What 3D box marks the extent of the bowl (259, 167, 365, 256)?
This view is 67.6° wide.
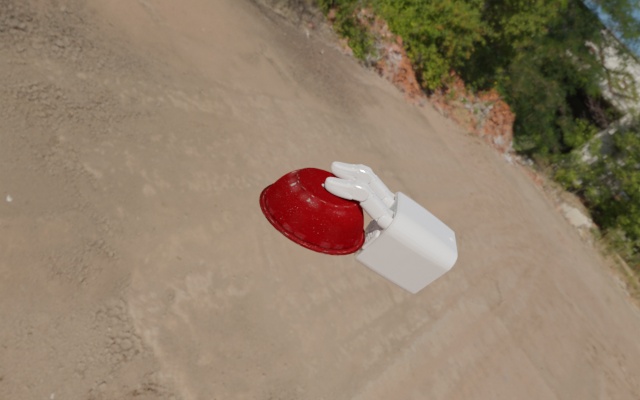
[{"bbox_3d":[-0.001,0.001,0.659,0.162,0.055,0.162,20,29,-12],"label":"bowl"}]
